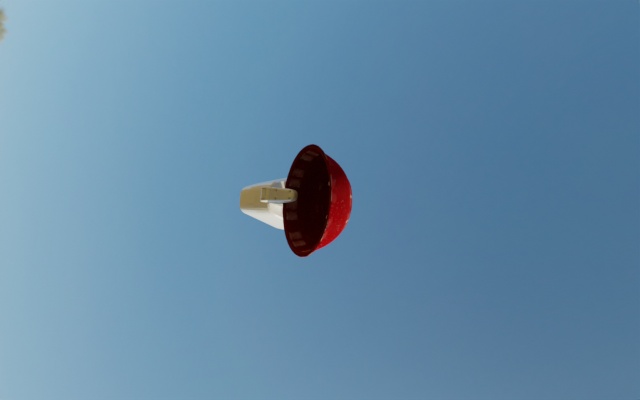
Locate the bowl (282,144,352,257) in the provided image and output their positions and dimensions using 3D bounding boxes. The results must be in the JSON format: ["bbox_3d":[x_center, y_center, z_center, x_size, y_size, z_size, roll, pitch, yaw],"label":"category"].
[{"bbox_3d":[0.001,0.003,0.691,0.055,0.162,0.162,6,-3,-26],"label":"bowl"}]
